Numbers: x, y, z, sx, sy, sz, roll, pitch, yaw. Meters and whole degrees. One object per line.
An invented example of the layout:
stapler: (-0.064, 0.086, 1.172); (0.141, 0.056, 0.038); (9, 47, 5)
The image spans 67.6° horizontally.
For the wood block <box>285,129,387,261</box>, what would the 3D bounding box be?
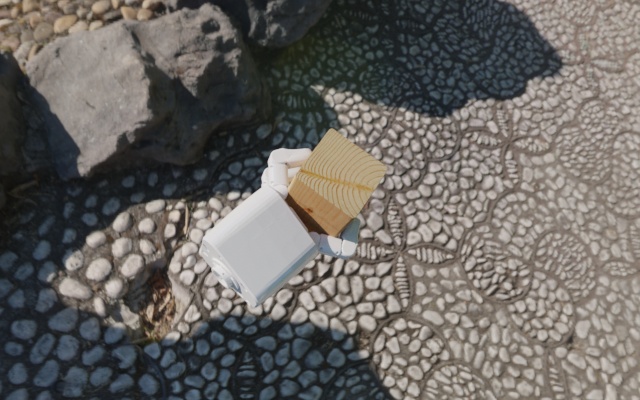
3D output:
wood block: (0.000, 0.003, 0.672); (0.091, 0.090, 0.206); (36, -26, -1)
